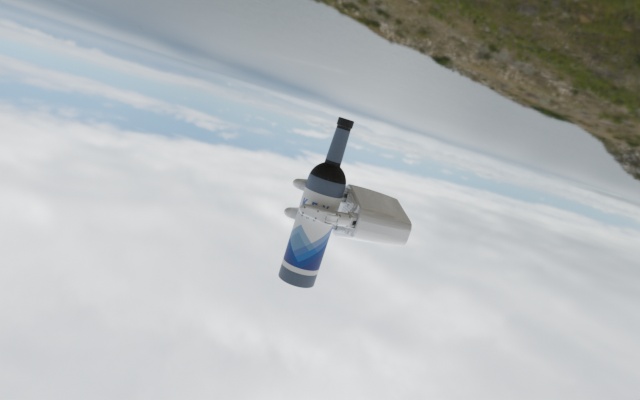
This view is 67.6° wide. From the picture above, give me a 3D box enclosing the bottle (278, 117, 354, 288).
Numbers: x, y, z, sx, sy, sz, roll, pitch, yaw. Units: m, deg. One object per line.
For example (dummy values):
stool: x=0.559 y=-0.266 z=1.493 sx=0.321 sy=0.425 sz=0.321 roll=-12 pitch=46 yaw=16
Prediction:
bottle: x=0.000 y=0.003 z=0.821 sx=0.069 sy=0.296 sz=0.069 roll=17 pitch=10 yaw=-3
